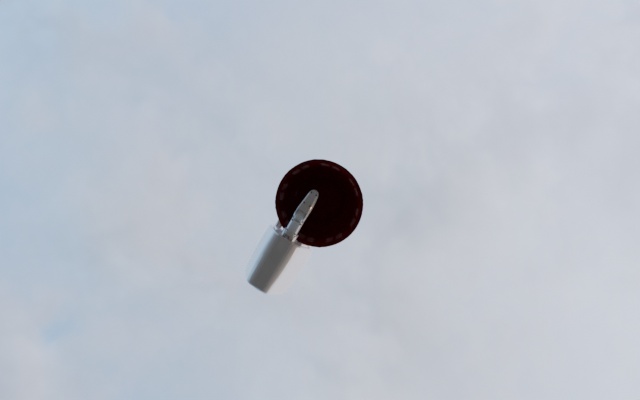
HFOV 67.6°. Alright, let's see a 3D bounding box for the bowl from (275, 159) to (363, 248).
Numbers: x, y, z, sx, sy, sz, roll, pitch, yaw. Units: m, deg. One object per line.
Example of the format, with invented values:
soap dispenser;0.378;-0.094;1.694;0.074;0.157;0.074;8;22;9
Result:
bowl;0.001;0.002;0.888;0.162;0.162;0.055;0;7;8
